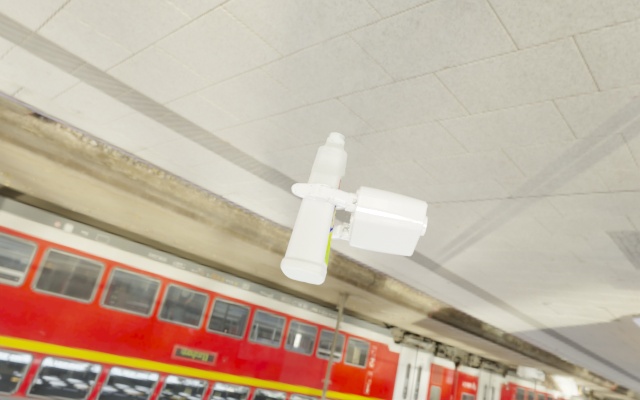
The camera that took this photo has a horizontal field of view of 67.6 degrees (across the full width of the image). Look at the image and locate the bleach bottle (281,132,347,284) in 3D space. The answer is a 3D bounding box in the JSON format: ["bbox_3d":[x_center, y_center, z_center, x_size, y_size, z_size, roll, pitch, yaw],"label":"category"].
[{"bbox_3d":[0.000,0.003,0.773,0.068,0.250,0.103,11,-18,6],"label":"bleach bottle"}]
